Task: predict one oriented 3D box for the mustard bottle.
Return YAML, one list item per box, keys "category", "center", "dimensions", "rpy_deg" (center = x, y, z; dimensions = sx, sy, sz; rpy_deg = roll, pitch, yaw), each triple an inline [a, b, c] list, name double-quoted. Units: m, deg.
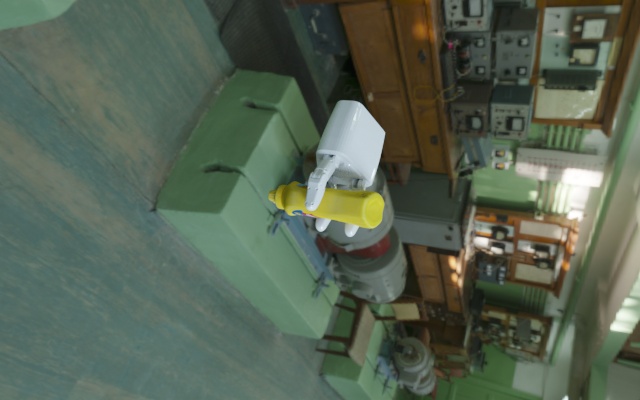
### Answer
- category: "mustard bottle"
  center: [0.000, 0.003, 0.779]
  dimensions: [0.191, 0.058, 0.096]
  rpy_deg: [9, 1, 25]
